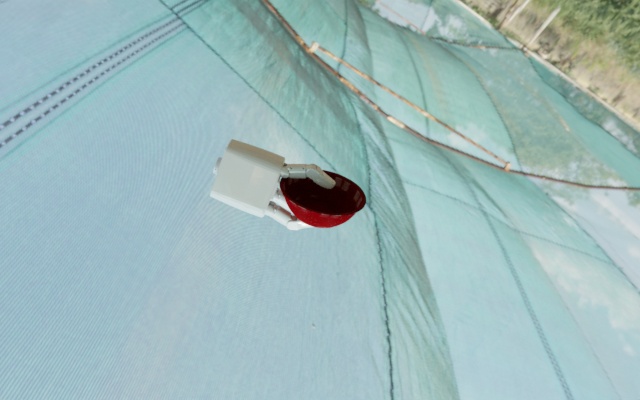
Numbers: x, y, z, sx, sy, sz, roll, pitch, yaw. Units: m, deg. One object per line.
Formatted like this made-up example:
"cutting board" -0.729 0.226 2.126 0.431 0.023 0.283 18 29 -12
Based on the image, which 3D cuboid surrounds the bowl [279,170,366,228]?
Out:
"bowl" 0.001 0.004 0.879 0.162 0.055 0.162 10 30 -6
